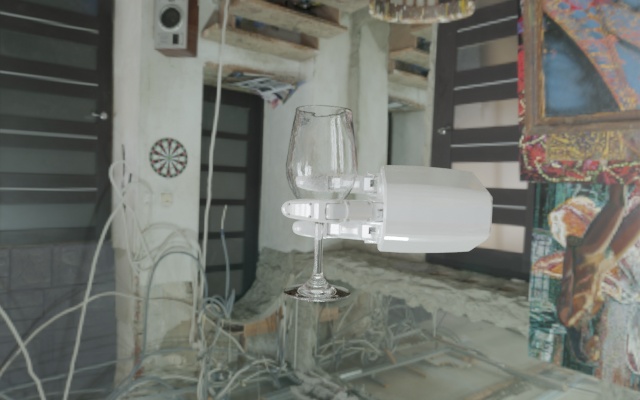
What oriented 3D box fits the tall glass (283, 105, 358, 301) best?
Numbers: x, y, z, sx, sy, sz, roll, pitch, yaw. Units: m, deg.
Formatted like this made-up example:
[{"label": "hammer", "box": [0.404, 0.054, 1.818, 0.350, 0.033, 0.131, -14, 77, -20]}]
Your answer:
[{"label": "tall glass", "box": [0.000, 0.002, 0.519, 0.079, 0.201, 0.079, 2, 2, 0]}]
